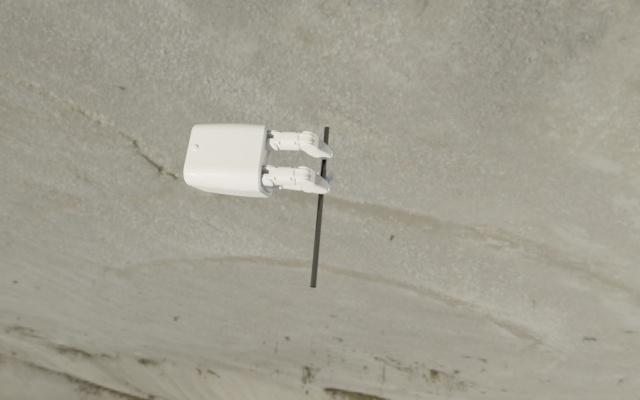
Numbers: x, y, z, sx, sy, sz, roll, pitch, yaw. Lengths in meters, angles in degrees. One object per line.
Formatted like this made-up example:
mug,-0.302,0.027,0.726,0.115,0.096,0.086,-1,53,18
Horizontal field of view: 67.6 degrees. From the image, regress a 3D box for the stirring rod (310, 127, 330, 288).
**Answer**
stirring rod,0.000,0.002,0.668,0.011,0.239,0.011,4,-23,2
